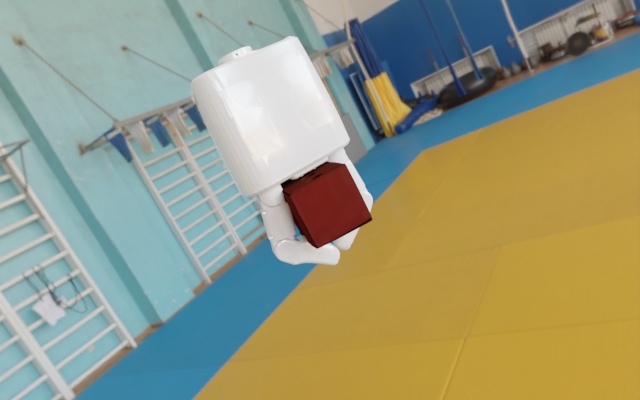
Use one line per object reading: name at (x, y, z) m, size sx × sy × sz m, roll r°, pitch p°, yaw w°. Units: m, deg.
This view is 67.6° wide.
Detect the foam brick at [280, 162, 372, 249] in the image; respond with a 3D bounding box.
foam brick at (0.000, 0.001, 0.408) m, size 0.053 × 0.051 × 0.078 m, roll -28°, pitch 11°, yaw -10°
